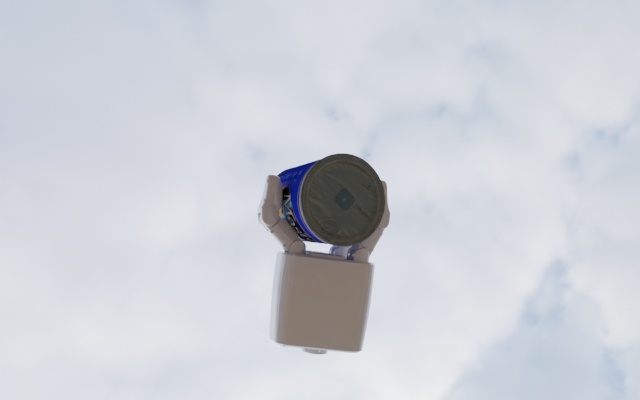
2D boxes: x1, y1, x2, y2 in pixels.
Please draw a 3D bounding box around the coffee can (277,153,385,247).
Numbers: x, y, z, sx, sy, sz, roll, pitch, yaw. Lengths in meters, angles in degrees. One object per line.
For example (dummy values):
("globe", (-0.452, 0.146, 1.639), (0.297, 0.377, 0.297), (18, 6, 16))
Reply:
("coffee can", (0.000, 0.002, 0.585), (0.103, 0.103, 0.140), (0, -2, -22))
